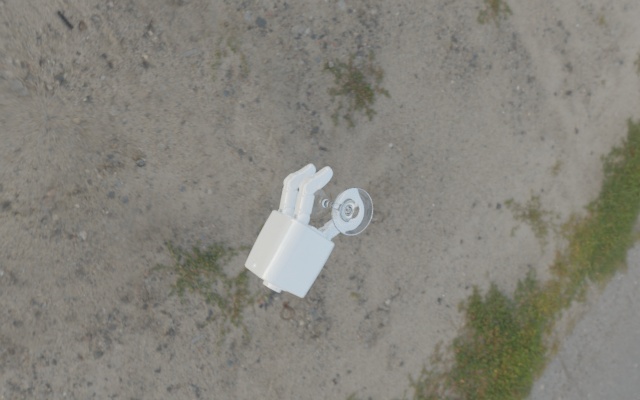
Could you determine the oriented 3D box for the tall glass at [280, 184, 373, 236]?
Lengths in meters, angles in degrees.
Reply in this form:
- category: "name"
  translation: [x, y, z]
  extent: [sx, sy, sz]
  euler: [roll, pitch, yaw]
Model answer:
- category: "tall glass"
  translation: [0.001, 0.003, 0.807]
  extent: [0.079, 0.079, 0.201]
  euler: [0, 9, -30]
